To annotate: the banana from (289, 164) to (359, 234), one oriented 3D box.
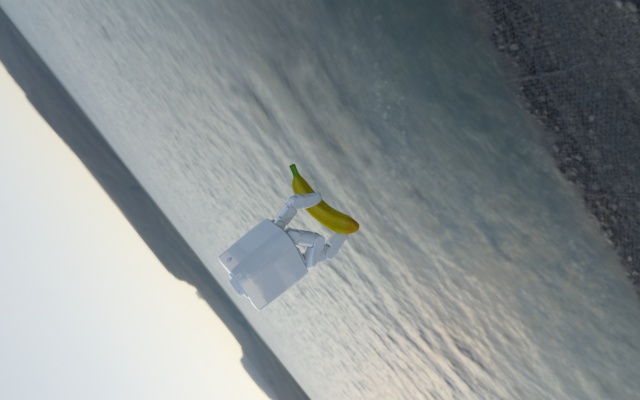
[{"bbox_3d":[0.001,0.012,0.864,0.037,0.070,0.197,-37,55,-16],"label":"banana"}]
